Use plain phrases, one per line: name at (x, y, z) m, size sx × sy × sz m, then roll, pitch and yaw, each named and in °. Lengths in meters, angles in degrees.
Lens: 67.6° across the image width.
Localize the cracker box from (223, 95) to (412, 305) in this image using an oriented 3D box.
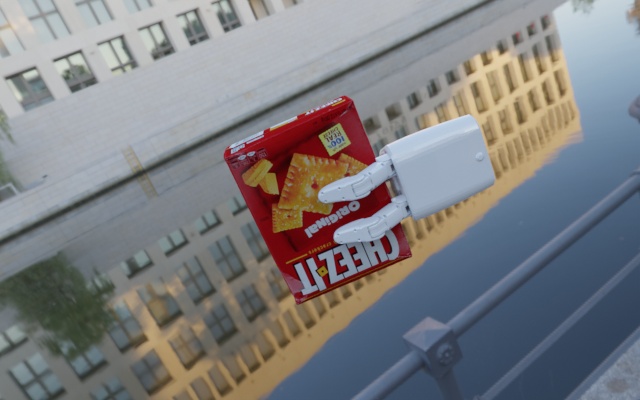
cracker box at (0.000, 0.002, 0.594) m, size 0.164 × 0.214 × 0.072 m, roll -23°, pitch 18°, yaw 2°
